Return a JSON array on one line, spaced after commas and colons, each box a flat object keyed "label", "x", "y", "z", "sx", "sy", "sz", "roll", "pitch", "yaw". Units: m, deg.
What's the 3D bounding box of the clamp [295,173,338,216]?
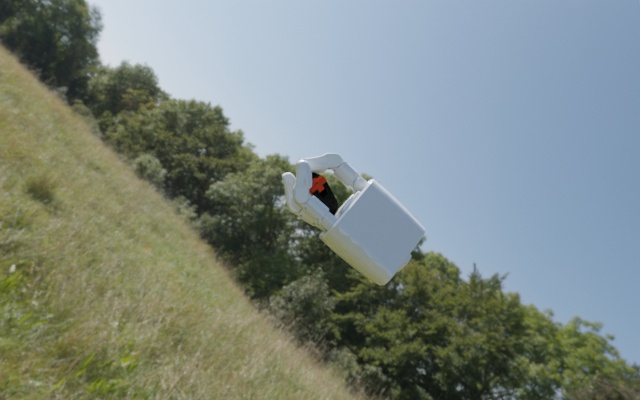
[{"label": "clamp", "x": 0.000, "y": 0.002, "z": 0.736, "sx": 0.120, "sy": 0.039, "sz": 0.171, "roll": 43, "pitch": -6, "yaw": -1}]
